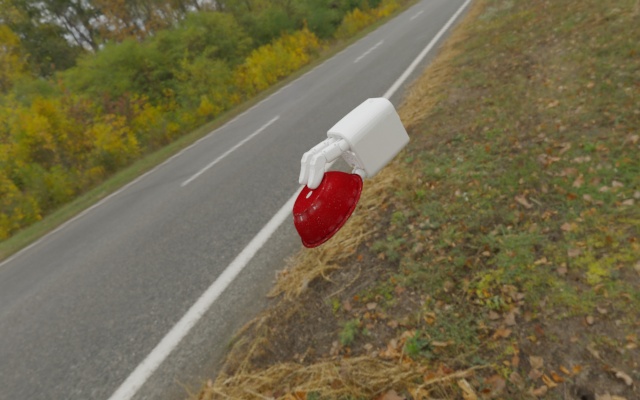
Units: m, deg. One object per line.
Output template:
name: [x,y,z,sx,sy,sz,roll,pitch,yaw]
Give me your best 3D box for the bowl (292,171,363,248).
bowl: [-0.001,0.004,0.843,0.055,0.162,0.162,37,-15,-21]
